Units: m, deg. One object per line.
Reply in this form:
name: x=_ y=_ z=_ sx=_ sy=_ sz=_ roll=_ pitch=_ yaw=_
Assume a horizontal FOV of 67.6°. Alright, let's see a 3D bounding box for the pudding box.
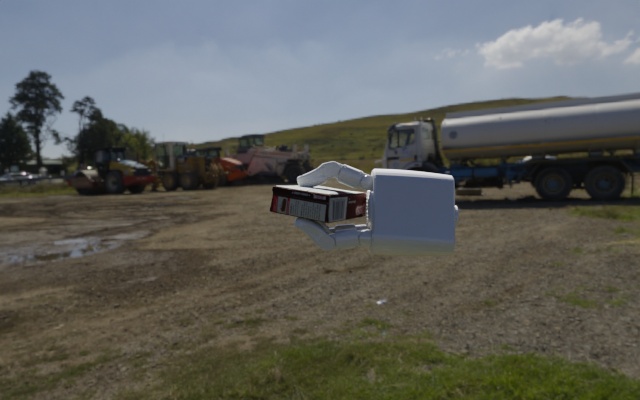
pudding box: x=0.000 y=0.002 z=0.647 sx=0.090 sy=0.039 sz=0.113 roll=9 pitch=5 yaw=29
